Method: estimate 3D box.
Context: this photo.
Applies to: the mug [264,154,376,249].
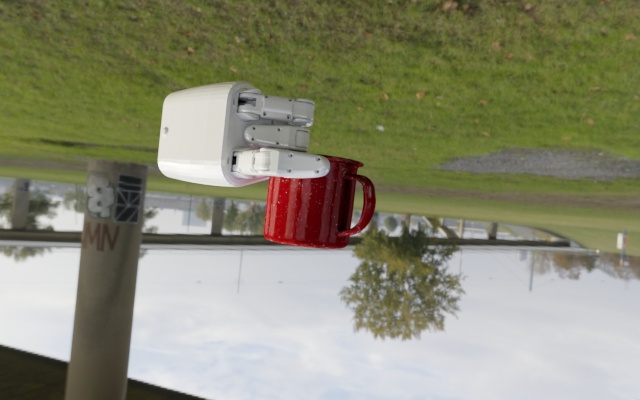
[{"bbox_3d":[0.001,0.002,0.444,0.117,0.081,0.093,6,0,37],"label":"mug"}]
